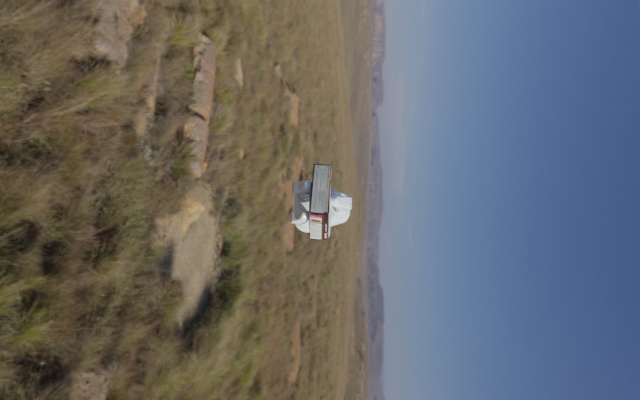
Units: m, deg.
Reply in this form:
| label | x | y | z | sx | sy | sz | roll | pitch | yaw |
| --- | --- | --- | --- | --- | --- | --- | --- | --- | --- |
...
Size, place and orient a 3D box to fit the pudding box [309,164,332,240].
| label | x | y | z | sx | sy | sz | roll | pitch | yaw |
| --- | --- | --- | --- | --- | --- | --- | --- | --- | --- |
| pudding box | 0.000 | 0.003 | 0.877 | 0.039 | 0.113 | 0.090 | 1 | -35 | 2 |
